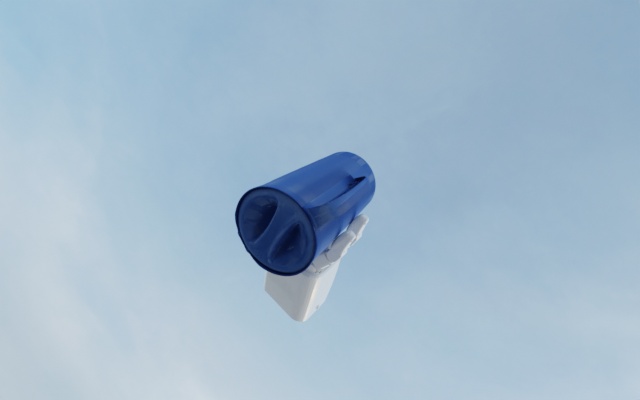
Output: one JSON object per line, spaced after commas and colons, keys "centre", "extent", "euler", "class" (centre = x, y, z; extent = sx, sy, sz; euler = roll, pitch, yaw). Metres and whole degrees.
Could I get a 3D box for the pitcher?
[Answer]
{"centre": [0.000, 0.003, 0.733], "extent": [0.149, 0.145, 0.242], "euler": [26, 32, 20], "class": "pitcher"}
